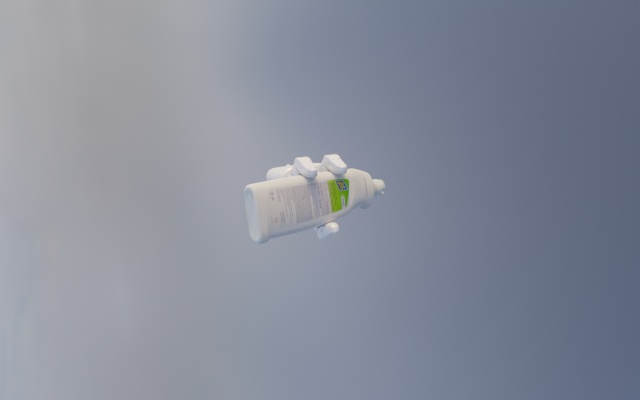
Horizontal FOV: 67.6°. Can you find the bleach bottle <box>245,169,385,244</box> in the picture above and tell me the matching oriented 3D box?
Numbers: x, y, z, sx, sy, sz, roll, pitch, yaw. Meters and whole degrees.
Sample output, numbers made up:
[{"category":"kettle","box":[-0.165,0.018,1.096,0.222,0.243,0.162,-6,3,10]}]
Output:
[{"category":"bleach bottle","box":[0.000,0.003,0.829,0.251,0.102,0.068,-9,8,-24]}]
